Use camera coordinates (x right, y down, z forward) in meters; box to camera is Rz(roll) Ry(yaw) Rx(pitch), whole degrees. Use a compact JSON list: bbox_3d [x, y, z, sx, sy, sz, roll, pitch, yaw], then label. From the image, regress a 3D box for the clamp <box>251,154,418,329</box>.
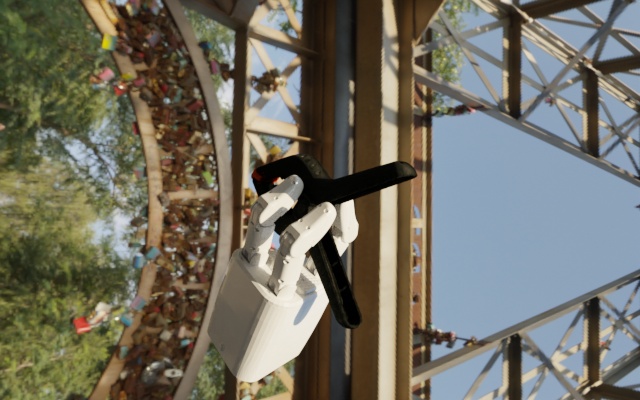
[{"bbox_3d":[0.000,0.002,0.486,0.036,0.164,0.210,5,27,-44],"label":"clamp"}]
